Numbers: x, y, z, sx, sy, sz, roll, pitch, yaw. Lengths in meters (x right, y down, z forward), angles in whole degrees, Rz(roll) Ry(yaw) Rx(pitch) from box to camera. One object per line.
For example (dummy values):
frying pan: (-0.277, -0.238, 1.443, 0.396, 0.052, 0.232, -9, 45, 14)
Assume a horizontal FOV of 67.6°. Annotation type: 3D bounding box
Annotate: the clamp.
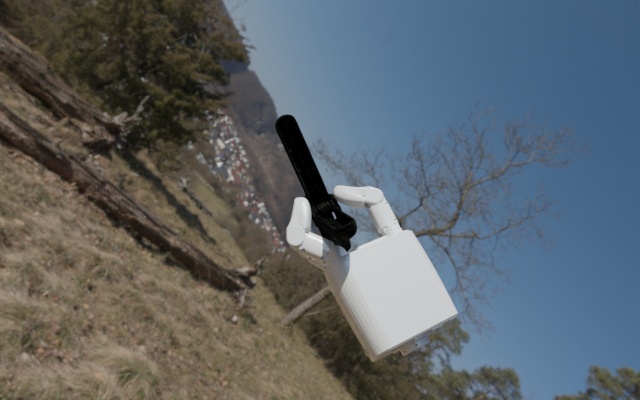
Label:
clamp: (0.001, 0.002, 0.578, 0.036, 0.164, 0.210, -26, -21, -5)
